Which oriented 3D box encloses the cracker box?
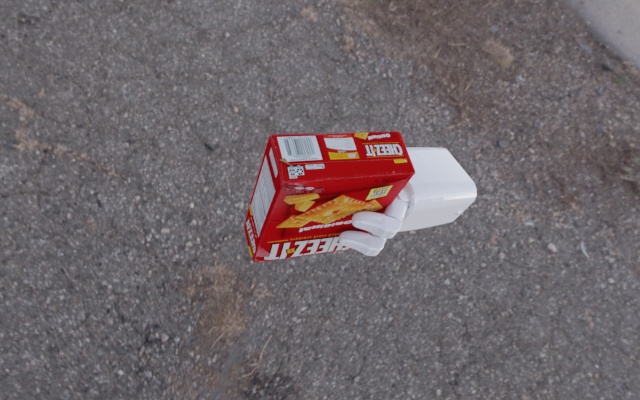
[{"bbox_3d":[0.000,0.002,0.617,0.164,0.072,0.214,-5,-29,-20],"label":"cracker box"}]
